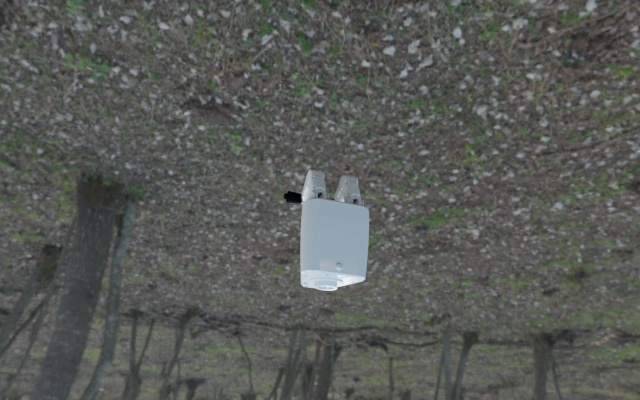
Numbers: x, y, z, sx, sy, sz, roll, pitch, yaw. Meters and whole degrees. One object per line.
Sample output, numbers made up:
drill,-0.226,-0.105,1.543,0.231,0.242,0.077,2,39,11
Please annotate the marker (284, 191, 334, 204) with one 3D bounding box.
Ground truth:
marker,0.000,0.002,0.768,0.121,0.020,0.020,9,-3,-16
